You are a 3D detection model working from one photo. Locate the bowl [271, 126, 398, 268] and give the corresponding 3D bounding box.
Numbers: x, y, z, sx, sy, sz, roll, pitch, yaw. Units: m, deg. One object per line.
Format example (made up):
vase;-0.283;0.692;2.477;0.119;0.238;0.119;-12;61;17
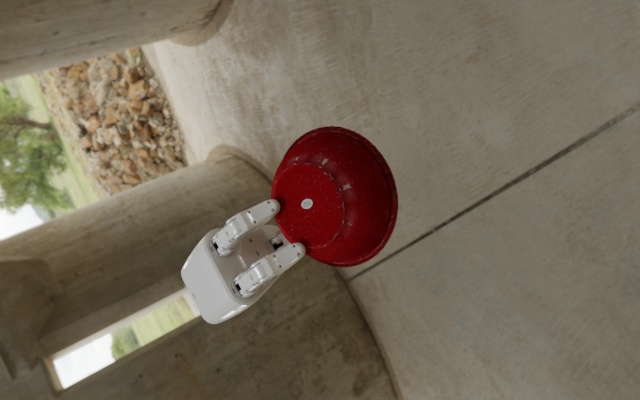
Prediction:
bowl;0.001;0.001;0.519;0.162;0.162;0.055;0;10;33
